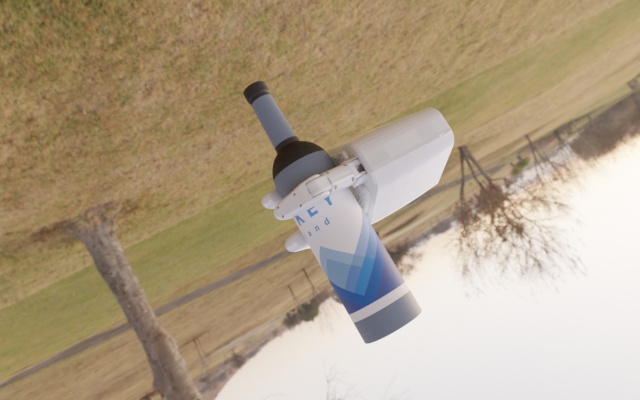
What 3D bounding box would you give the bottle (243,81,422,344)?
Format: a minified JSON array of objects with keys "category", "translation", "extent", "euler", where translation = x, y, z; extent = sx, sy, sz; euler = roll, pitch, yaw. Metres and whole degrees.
[{"category":"bottle","translation":[0.000,0.002,0.502],"extent":[0.069,0.295,0.069],"euler":[-29,-9,-5]}]
